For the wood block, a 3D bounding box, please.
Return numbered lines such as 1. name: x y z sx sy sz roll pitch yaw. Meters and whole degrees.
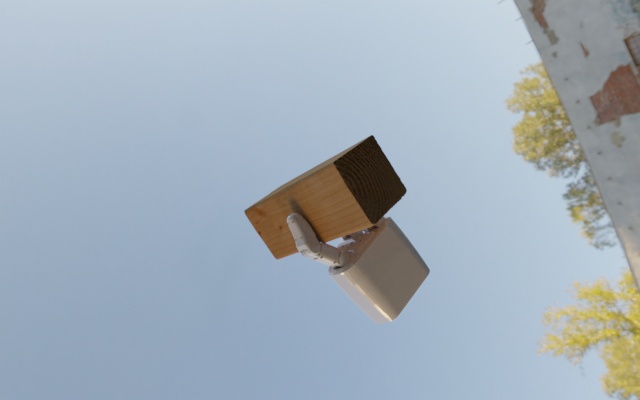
1. wood block: 0.000 0.003 0.650 0.206 0.090 0.090 -25 10 47
